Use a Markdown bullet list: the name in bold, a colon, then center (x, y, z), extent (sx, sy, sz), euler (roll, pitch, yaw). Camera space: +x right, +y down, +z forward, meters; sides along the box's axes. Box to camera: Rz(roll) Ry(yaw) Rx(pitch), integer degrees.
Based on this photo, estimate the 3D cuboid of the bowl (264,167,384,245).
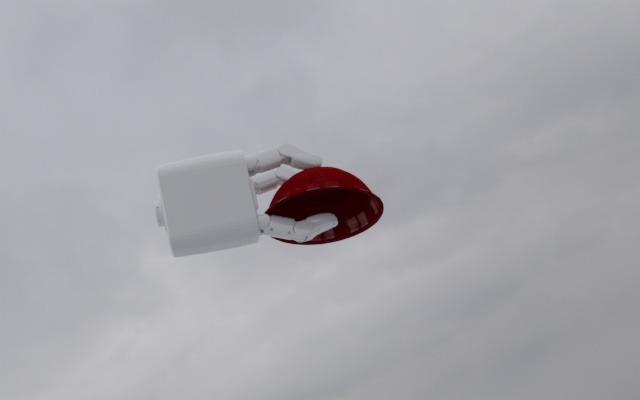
- **bowl**: center (0.001, 0.002, 0.636), extent (0.162, 0.055, 0.162), euler (-6, -29, -3)
